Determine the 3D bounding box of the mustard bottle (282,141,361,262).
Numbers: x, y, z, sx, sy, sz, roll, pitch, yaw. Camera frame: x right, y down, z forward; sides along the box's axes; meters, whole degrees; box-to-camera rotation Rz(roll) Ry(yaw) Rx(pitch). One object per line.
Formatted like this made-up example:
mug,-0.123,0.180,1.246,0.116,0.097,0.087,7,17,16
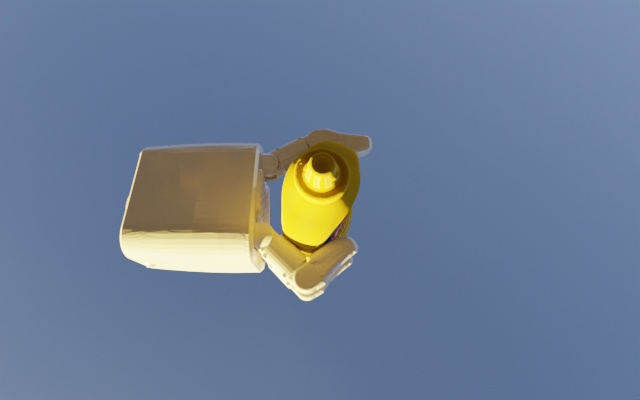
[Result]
mustard bottle,0.000,0.002,0.418,0.058,0.096,0.192,24,-15,7
